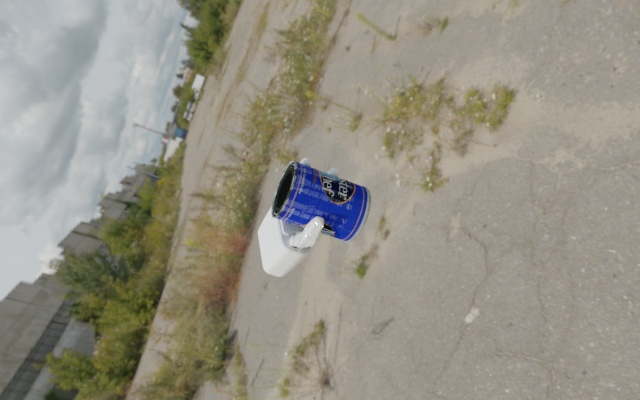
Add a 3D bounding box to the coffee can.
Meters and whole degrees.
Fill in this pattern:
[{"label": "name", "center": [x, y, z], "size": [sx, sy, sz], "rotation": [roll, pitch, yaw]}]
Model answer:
[{"label": "coffee can", "center": [0.000, 0.003, 0.814], "size": [0.140, 0.103, 0.103], "rotation": [19, -6, -18]}]
